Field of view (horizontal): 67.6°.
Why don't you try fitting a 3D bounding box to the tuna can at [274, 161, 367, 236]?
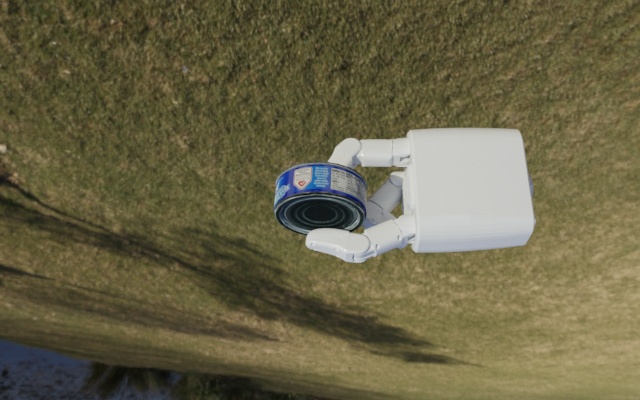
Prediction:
[{"bbox_3d":[0.000,0.002,0.440,0.086,0.033,0.086,2,-30,1],"label":"tuna can"}]
